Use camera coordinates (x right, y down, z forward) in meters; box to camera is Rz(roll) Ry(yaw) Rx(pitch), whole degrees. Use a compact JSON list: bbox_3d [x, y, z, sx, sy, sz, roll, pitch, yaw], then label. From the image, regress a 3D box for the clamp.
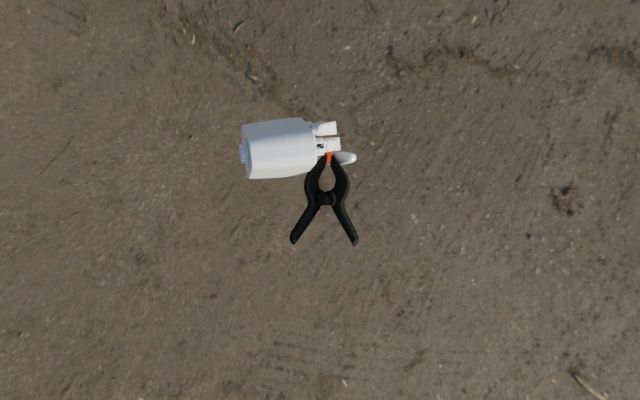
[{"bbox_3d":[0.000,0.003,0.827,0.120,0.171,0.039,-7,6,-10],"label":"clamp"}]
